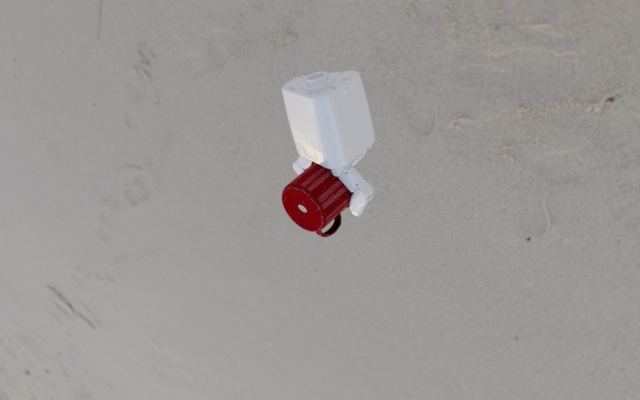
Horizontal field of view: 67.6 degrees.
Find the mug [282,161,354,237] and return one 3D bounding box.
[{"bbox_3d":[0.000,0.004,0.710,0.093,0.117,0.081,13,41,40],"label":"mug"}]
